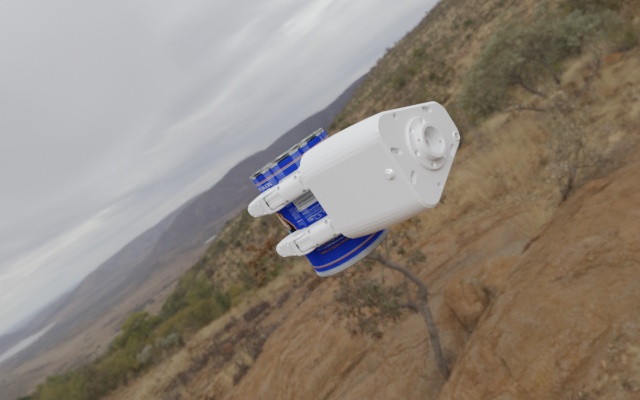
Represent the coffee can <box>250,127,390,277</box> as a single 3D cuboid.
[{"bbox_3d":[0.000,0.002,0.554,0.103,0.140,0.103,-34,8,6],"label":"coffee can"}]
